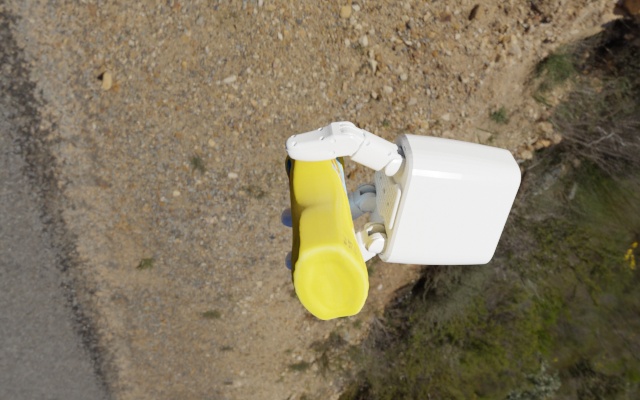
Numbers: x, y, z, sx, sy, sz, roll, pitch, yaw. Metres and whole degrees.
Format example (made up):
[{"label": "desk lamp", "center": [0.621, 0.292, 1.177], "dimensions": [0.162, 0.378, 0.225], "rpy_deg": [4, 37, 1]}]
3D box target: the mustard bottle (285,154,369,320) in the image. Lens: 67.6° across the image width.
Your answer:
[{"label": "mustard bottle", "center": [0.000, 0.002, 0.430], "dimensions": [0.058, 0.191, 0.096], "rpy_deg": [-12, -46, 5]}]
